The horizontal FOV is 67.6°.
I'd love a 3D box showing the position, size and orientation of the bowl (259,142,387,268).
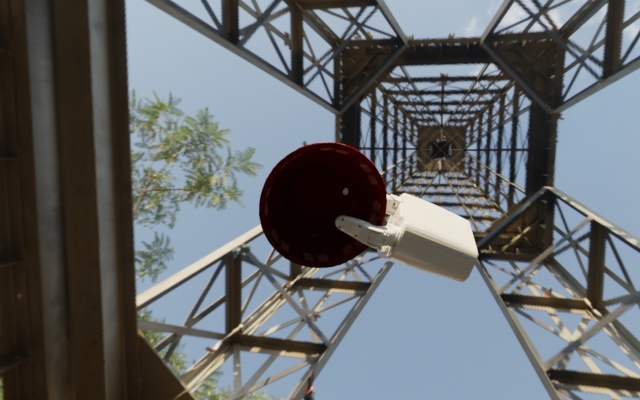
[{"bbox_3d":[-0.001,0.001,0.610,0.162,0.162,0.055,0,16,-12],"label":"bowl"}]
